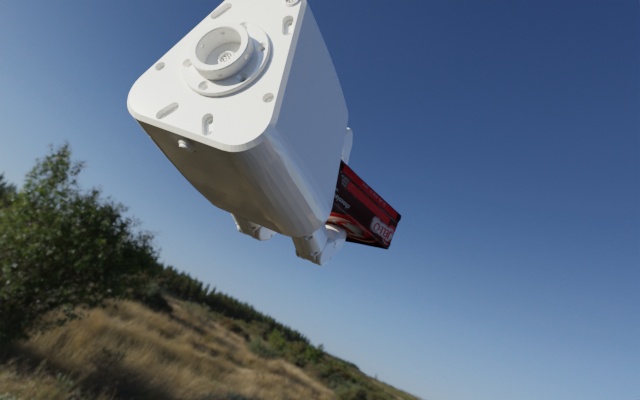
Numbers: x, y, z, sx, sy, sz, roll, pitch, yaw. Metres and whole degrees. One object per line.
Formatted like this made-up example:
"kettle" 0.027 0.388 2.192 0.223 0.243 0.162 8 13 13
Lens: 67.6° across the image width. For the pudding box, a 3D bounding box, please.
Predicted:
"pudding box" 0.000 0.001 0.416 0.113 0.039 0.090 9 -25 49
